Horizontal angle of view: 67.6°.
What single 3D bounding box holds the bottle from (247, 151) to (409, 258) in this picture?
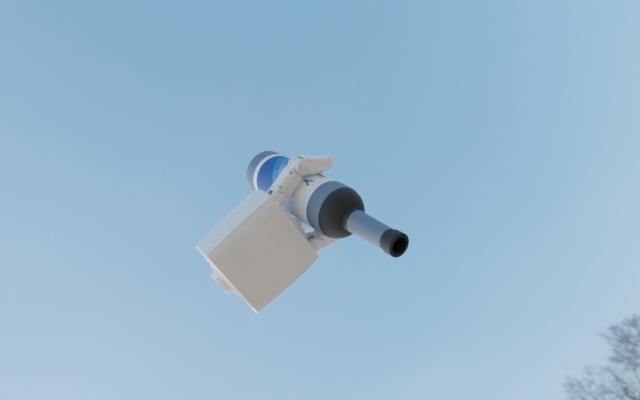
[{"bbox_3d":[0.000,0.002,0.606,0.069,0.069,0.295,0,18,-36],"label":"bottle"}]
